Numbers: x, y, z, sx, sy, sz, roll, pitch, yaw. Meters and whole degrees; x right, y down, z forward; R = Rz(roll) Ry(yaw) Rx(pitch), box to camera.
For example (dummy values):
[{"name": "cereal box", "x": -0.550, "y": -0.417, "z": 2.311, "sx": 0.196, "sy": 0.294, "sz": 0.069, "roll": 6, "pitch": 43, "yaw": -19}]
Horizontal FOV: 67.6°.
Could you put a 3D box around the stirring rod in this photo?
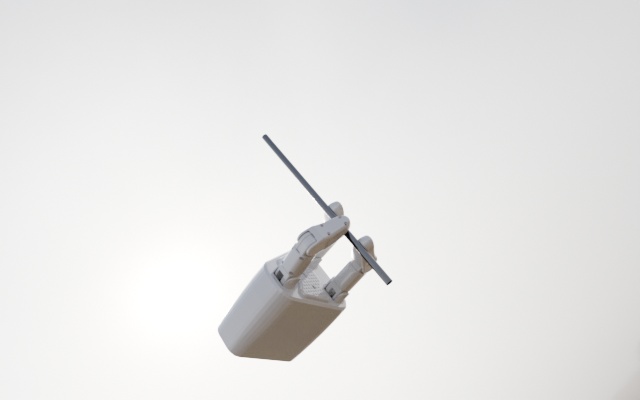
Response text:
[{"name": "stirring rod", "x": 0.000, "y": 0.002, "z": 0.534, "sx": 0.011, "sy": 0.011, "sz": 0.239, "roll": 0, "pitch": 42, "yaw": -51}]
